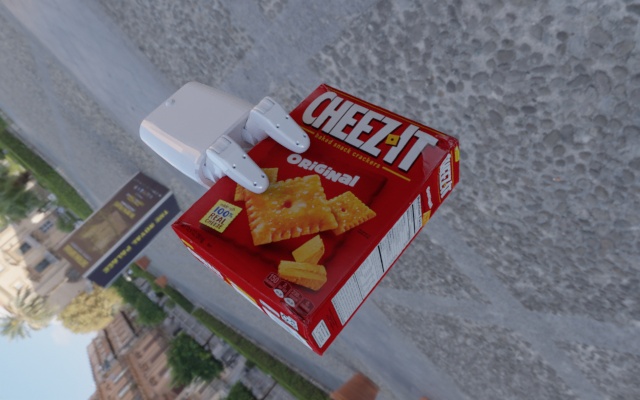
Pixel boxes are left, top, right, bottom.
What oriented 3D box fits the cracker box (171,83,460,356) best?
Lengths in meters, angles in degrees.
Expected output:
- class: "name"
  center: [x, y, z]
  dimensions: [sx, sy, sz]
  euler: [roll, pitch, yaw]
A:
- class: "cracker box"
  center: [0.000, 0.002, 0.438]
  dimensions: [0.164, 0.213, 0.072]
  euler: [30, -23, 30]
